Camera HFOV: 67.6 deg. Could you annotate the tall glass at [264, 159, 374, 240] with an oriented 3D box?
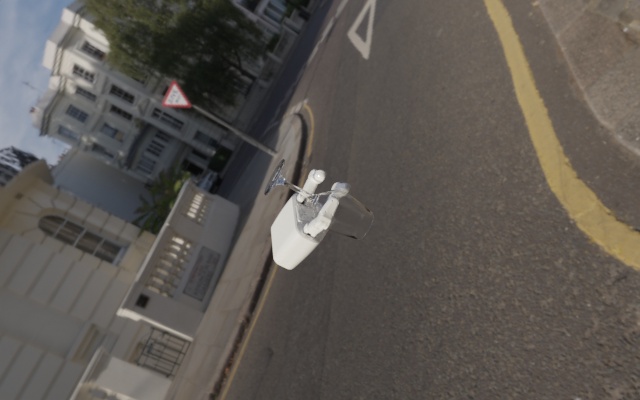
[{"bbox_3d":[0.000,0.003,0.893,0.201,0.079,0.079,28,-8,-15],"label":"tall glass"}]
